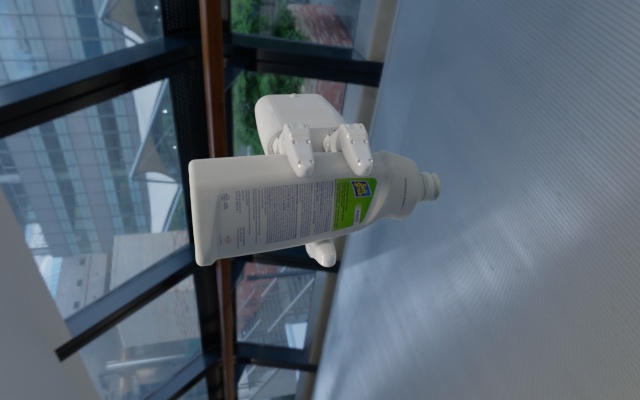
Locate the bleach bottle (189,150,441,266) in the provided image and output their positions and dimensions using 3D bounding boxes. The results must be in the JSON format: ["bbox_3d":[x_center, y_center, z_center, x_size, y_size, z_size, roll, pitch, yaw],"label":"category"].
[{"bbox_3d":[0.000,0.002,0.482,0.251,0.103,0.068,-4,32,-15],"label":"bleach bottle"}]
